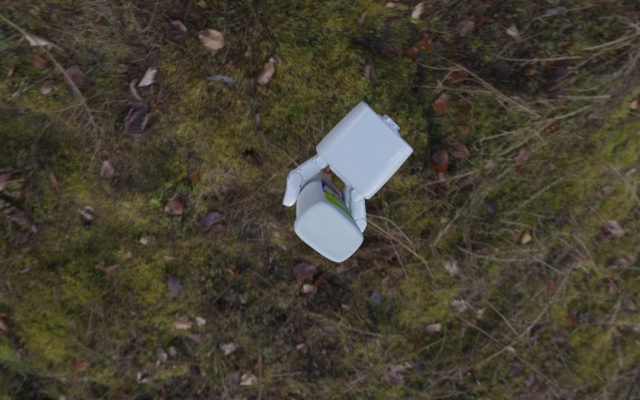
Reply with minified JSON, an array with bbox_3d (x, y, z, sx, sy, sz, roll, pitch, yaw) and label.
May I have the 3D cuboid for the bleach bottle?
[{"bbox_3d":[0.000,0.003,0.785,0.102,0.068,0.250,40,12,-19],"label":"bleach bottle"}]
